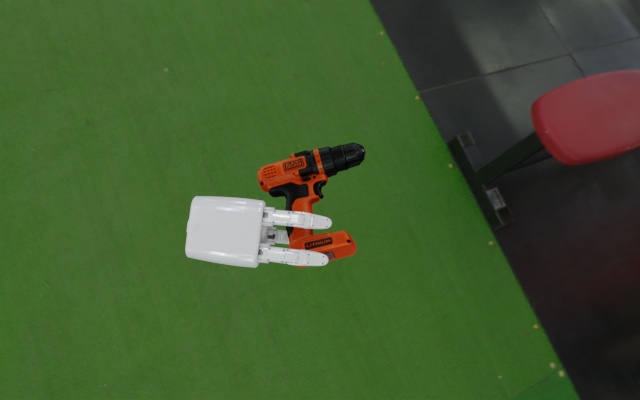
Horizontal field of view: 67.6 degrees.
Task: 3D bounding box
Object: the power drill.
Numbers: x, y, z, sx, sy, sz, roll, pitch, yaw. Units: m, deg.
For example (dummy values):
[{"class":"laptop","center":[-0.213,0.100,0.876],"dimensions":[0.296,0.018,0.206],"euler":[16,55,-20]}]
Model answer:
[{"class":"power drill","center":[0.000,0.003,0.766],"dimensions":[0.184,0.187,0.057],"euler":[-16,-27,5]}]
